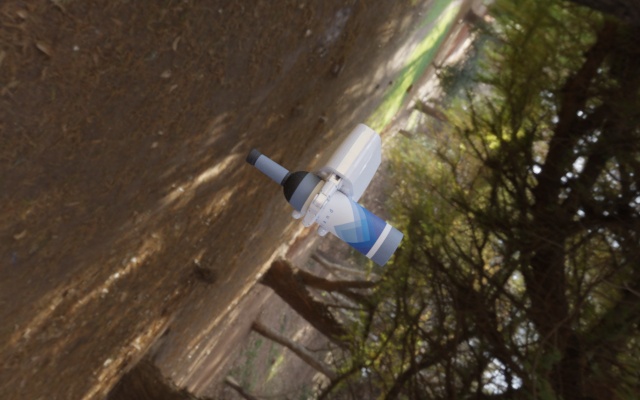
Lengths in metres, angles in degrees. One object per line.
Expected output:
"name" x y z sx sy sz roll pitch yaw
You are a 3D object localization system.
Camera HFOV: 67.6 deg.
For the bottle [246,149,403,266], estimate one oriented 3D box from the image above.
"bottle" 0.000 0.003 0.819 0.295 0.069 0.069 34 2 4
